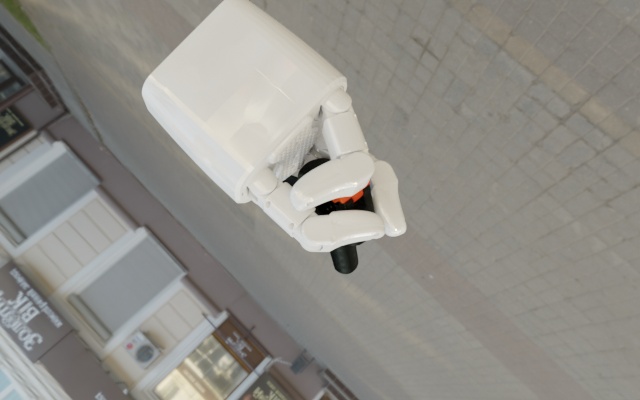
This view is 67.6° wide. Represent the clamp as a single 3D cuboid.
[{"bbox_3d":[0.000,0.002,0.417,0.039,0.120,0.171,-44,-11,-20],"label":"clamp"}]
